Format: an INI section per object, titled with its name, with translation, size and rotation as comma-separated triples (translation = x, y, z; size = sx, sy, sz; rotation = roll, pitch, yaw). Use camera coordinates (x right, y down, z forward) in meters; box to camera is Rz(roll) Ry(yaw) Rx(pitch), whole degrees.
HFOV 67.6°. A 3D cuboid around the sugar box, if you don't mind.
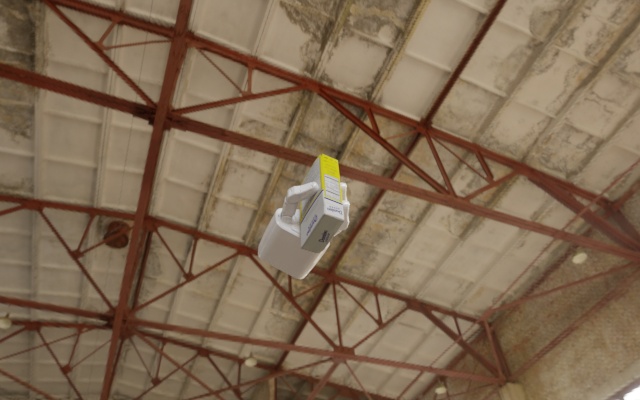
[sugar box]
translation = 0.001, 0.003, 0.873
size = 0.048, 0.093, 0.176
rotation = 19, 37, -20
